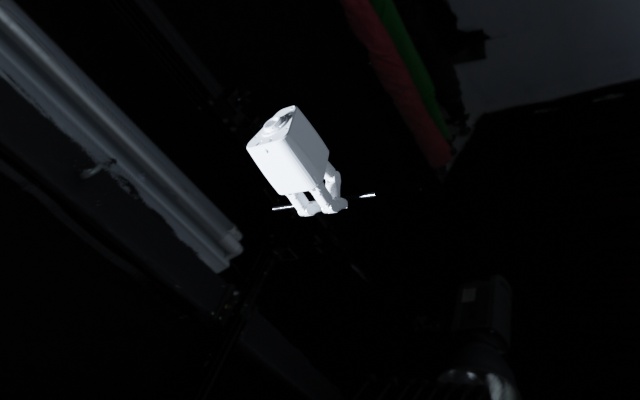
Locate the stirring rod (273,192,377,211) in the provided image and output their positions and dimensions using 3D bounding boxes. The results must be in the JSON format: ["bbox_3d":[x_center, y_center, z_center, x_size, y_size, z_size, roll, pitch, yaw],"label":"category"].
[{"bbox_3d":[0.000,0.003,0.892,0.239,0.011,0.011,-8,-5,38],"label":"stirring rod"}]
